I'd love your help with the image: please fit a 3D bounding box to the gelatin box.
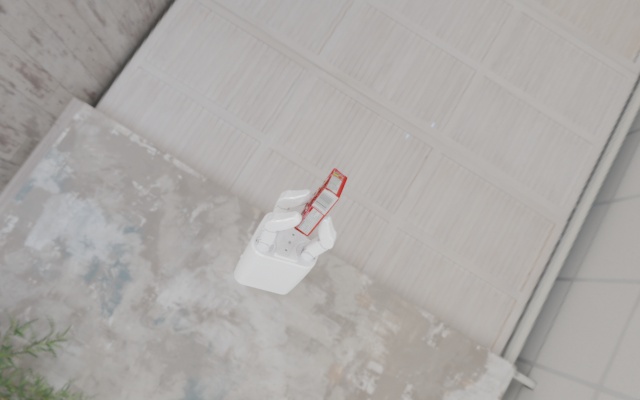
[{"bbox_3d":[0.001,0.002,0.727,0.030,0.089,0.073,36,30,-5],"label":"gelatin box"}]
